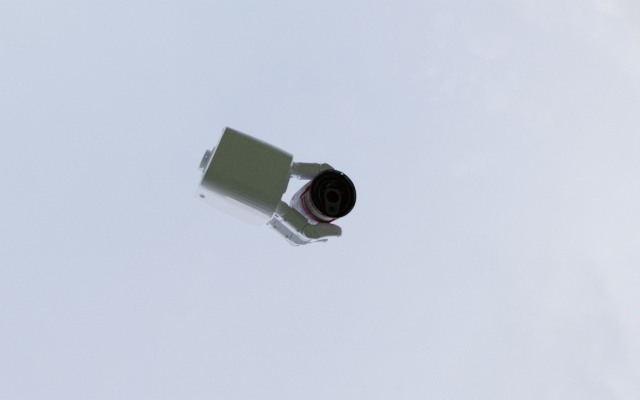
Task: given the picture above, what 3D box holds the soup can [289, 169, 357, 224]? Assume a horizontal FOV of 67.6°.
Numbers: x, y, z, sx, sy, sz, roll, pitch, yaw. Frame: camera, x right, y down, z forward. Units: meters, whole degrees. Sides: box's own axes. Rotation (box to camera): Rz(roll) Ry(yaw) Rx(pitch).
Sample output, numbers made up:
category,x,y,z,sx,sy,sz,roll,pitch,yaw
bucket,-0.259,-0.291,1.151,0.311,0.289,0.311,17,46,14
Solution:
category,x,y,z,sx,sy,sz,roll,pitch,yaw
soup can,0.000,0.002,0.683,0.068,0.068,0.102,0,-13,-21
